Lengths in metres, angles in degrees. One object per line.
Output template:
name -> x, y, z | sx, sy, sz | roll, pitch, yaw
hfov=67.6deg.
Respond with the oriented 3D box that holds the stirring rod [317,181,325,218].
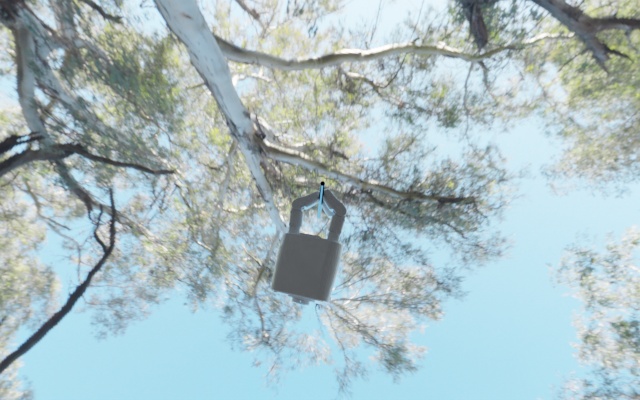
stirring rod -> 0.000, 0.003, 0.897 | 0.011, 0.011, 0.239 | 0, -15, -2
